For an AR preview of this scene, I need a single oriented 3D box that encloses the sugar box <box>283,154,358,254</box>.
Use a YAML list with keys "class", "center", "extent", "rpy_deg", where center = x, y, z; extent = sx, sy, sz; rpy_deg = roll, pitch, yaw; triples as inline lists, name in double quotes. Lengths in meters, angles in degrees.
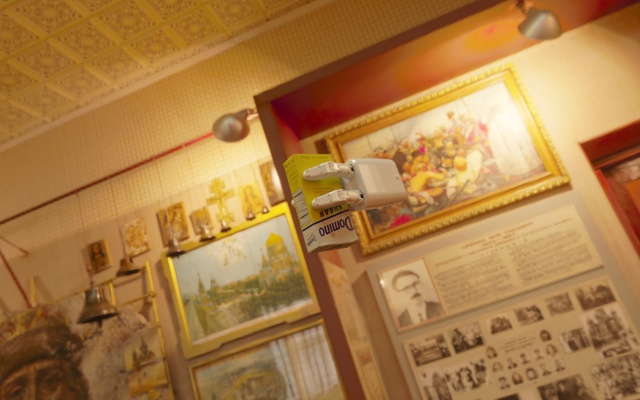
- class: "sugar box"
  center: [0.001, 0.002, 0.865]
  extent: [0.093, 0.176, 0.048]
  rpy_deg: [-5, -22, -38]
